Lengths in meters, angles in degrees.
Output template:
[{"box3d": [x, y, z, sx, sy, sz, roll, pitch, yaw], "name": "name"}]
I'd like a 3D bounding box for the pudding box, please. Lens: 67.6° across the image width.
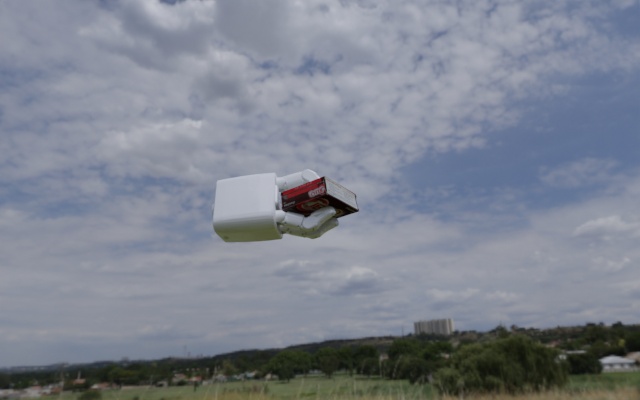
[{"box3d": [0.000, 0.003, 0.817, 0.090, 0.039, 0.113, -18, -23, 28], "name": "pudding box"}]
